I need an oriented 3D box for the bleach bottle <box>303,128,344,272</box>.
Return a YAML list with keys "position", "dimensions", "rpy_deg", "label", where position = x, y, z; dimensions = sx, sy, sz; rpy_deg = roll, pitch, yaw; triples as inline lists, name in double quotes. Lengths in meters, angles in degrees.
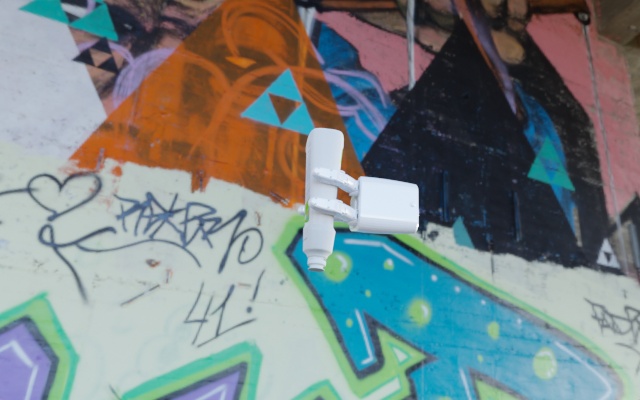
- position: [0.000, 0.003, 0.852]
  dimensions: [0.068, 0.250, 0.103]
  rpy_deg: [6, -21, -4]
  label: "bleach bottle"
